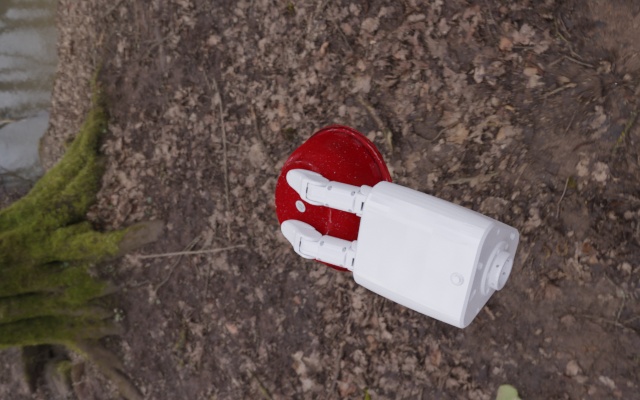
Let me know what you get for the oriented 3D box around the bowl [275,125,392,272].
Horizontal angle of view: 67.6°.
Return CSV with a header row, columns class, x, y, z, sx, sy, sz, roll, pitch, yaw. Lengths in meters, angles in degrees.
class,x,y,z,sx,sy,sz,roll,pitch,yaw
bowl,-0.001,0.002,0.509,0.055,0.162,0.162,-9,6,-41
